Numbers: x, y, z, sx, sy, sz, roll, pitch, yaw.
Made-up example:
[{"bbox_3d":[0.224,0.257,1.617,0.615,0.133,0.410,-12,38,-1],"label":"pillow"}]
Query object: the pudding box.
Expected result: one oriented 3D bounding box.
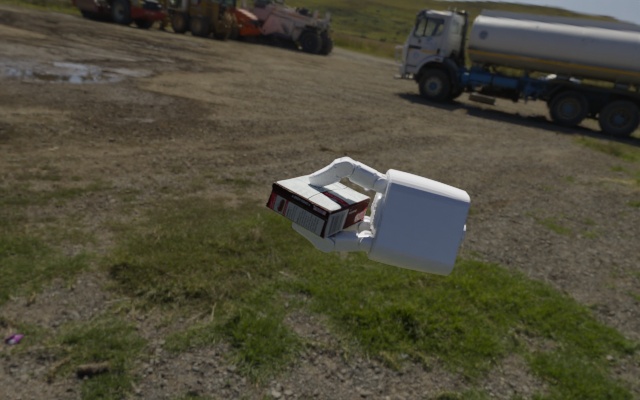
[{"bbox_3d":[0.000,0.002,0.615,0.090,0.039,0.113,27,20,24],"label":"pudding box"}]
